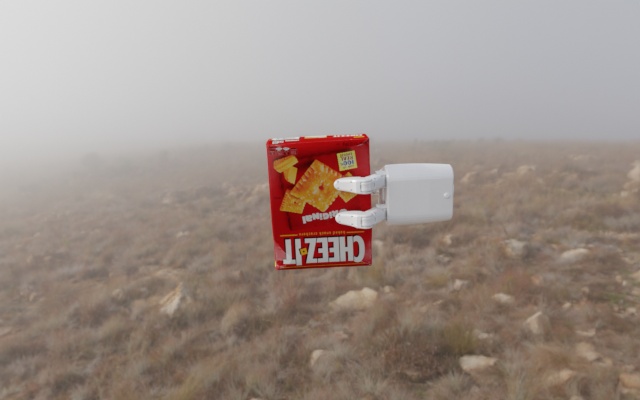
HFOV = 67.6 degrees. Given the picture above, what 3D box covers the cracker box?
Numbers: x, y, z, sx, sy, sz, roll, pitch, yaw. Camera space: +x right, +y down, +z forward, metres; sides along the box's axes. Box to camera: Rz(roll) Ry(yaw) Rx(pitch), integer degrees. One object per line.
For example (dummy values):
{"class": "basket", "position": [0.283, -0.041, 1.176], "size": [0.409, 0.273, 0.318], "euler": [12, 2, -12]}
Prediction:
{"class": "cracker box", "position": [0.000, 0.002, 0.786], "size": [0.164, 0.214, 0.072], "euler": [-3, 14, 0]}
